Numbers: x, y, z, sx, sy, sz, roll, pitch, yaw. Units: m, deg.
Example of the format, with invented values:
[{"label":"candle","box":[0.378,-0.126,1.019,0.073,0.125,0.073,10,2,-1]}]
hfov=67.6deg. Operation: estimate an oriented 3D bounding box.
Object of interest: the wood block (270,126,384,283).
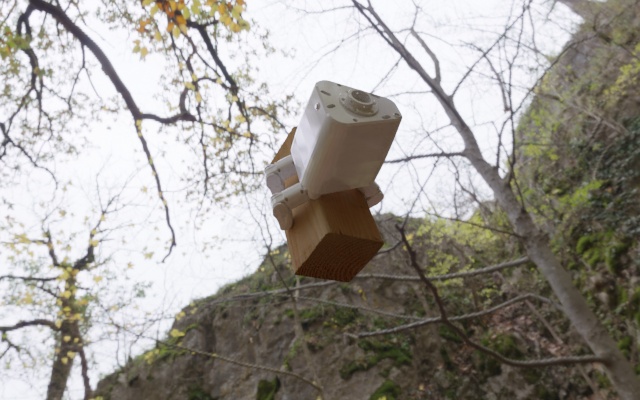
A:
[{"label":"wood block","box":[0.001,0.002,0.673,0.091,0.206,0.090,14,-50,-30]}]
